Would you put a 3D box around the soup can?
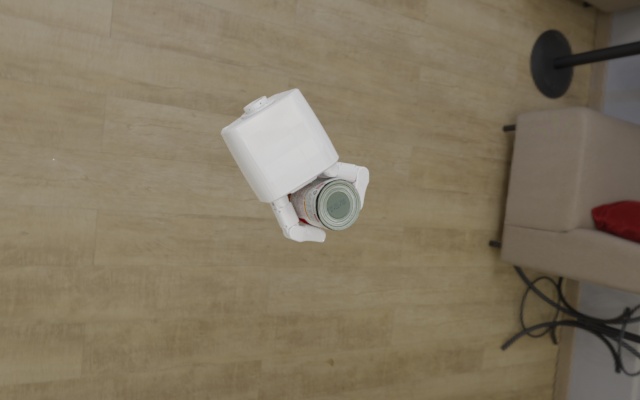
[{"bbox_3d":[0.000,0.003,0.647,0.068,0.068,0.102,0,4,-29],"label":"soup can"}]
